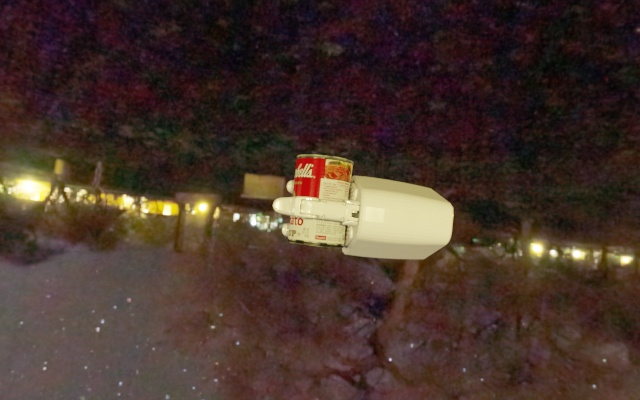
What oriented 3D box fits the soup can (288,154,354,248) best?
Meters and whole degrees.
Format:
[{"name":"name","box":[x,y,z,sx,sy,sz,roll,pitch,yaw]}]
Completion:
[{"name":"soup can","box":[0.000,0.002,0.563,0.068,0.102,0.068,6,-3,0]}]
